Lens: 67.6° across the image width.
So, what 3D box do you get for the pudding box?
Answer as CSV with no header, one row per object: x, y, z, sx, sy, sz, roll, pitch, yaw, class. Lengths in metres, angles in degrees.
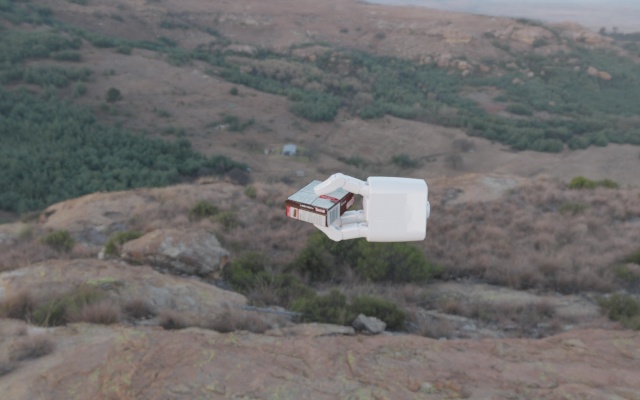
0.000,0.003,0.888,0.090,0.039,0.113,13,26,25,pudding box
